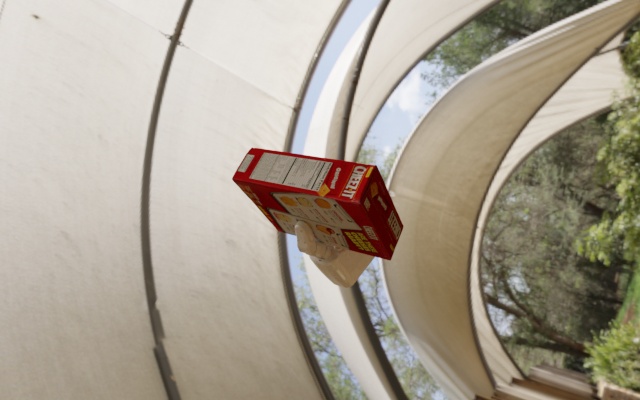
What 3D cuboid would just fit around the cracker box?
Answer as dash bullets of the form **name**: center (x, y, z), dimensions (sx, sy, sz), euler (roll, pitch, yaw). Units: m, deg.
- **cracker box**: center (0.000, 0.002, 0.714), dimensions (0.213, 0.072, 0.164), euler (11, -27, 30)
